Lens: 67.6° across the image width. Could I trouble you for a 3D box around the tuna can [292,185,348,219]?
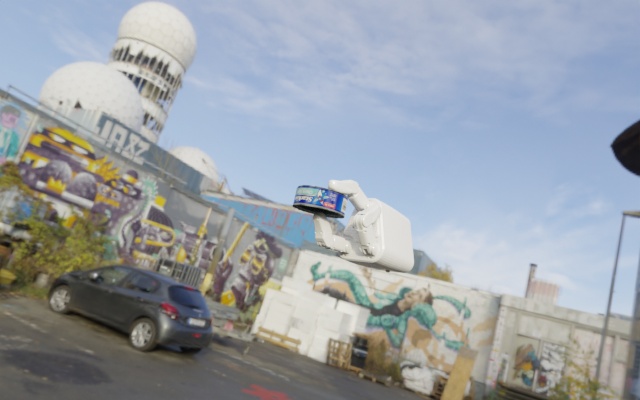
[{"bbox_3d":[0.000,0.002,0.767,0.086,0.033,0.086,12,-9,2],"label":"tuna can"}]
